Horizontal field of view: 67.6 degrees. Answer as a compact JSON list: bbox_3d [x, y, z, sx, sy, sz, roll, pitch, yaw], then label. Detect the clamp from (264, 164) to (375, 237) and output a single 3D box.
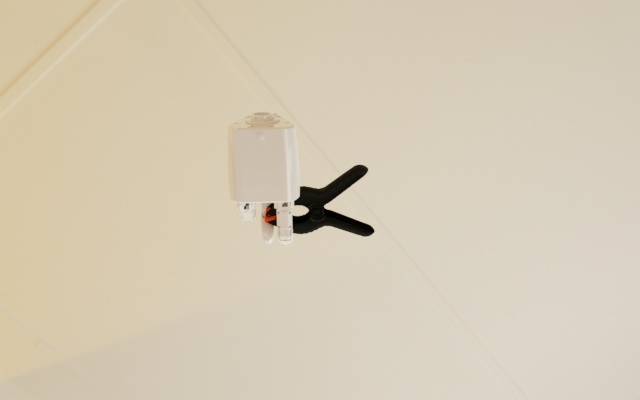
[{"bbox_3d":[0.000,0.002,0.725,0.171,0.120,0.039,-1,21,-4],"label":"clamp"}]
